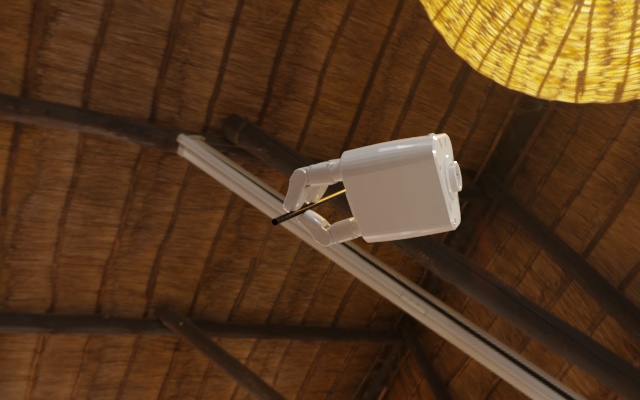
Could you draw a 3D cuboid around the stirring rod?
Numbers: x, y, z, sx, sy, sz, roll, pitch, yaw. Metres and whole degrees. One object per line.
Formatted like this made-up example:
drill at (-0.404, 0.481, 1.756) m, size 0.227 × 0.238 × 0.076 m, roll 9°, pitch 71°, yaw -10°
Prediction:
stirring rod at (0.000, 0.002, 0.639) m, size 0.011 × 0.011 × 0.239 m, roll 0°, pitch 10°, yaw 26°
